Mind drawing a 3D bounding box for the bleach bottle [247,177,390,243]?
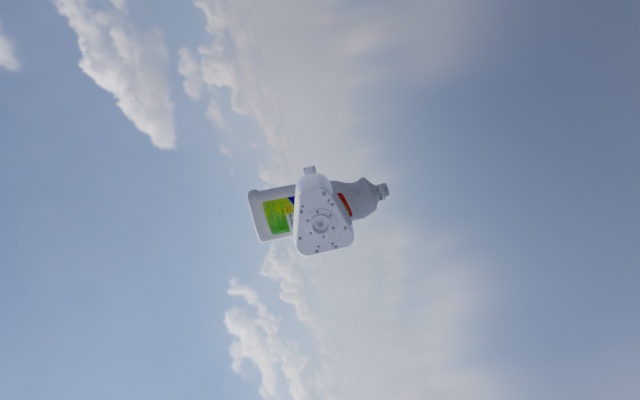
[{"bbox_3d":[0.000,0.003,0.880,0.251,0.102,0.068,-14,13,1],"label":"bleach bottle"}]
